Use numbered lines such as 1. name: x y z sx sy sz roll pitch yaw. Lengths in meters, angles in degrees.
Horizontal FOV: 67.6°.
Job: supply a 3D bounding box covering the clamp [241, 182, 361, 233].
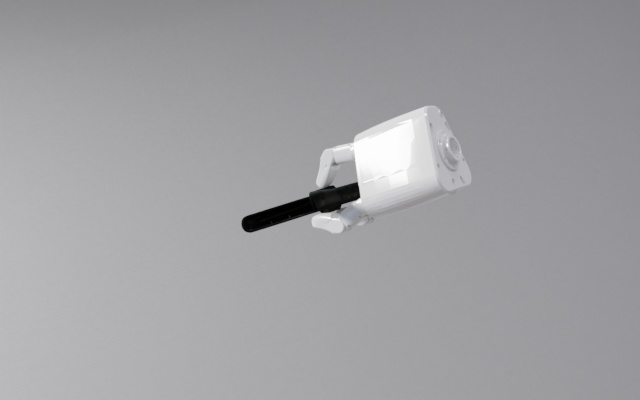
1. clamp: 0.000 0.001 0.684 0.164 0.036 0.210 -17 -1 40
